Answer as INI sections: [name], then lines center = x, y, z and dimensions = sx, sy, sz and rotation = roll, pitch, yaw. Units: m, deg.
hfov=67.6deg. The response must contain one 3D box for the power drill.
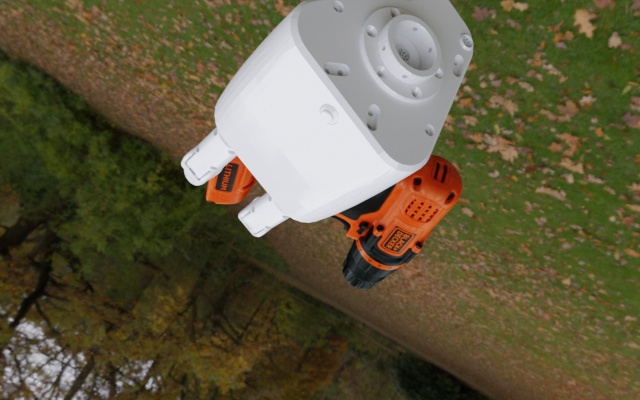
[power drill]
center = 0.000, 0.001, 0.411
dimensions = 0.187, 0.057, 0.184
rotation = 22, -39, -4
